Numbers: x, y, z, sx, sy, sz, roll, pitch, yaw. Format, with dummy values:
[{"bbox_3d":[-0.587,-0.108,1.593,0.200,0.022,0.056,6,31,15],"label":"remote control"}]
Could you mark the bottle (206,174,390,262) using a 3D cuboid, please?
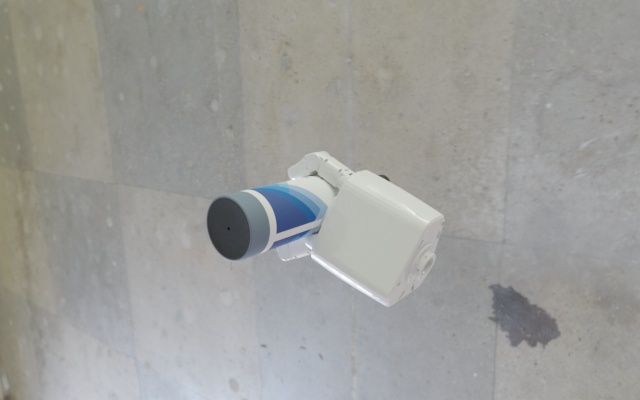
[{"bbox_3d":[0.000,0.002,0.577,0.069,0.069,0.295,0,10,38],"label":"bottle"}]
